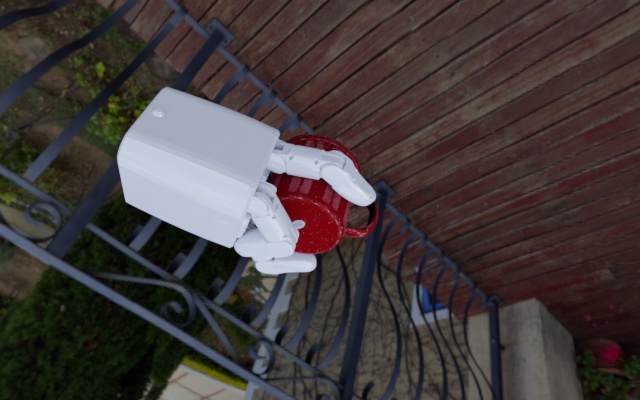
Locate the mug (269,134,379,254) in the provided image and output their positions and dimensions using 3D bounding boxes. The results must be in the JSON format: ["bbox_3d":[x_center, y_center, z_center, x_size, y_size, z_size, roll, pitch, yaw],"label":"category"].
[{"bbox_3d":[0.001,0.002,0.463,0.117,0.081,0.093,22,-44,-6],"label":"mug"}]
